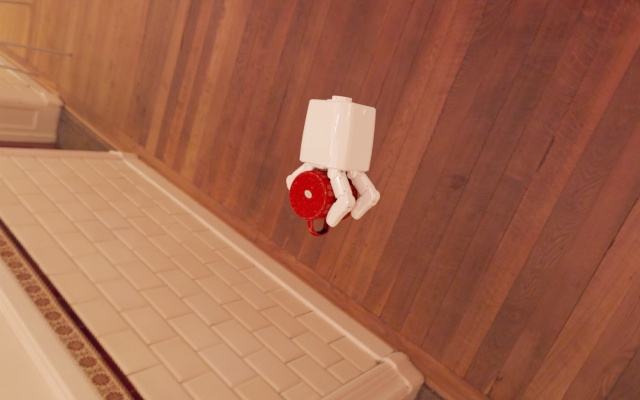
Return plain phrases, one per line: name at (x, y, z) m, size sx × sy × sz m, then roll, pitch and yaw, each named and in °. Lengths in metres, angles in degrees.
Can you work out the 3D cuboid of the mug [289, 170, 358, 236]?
mug at (0.000, 0.004, 0.803) m, size 0.093 × 0.117 × 0.081 m, roll 13°, pitch 9°, yaw 37°
